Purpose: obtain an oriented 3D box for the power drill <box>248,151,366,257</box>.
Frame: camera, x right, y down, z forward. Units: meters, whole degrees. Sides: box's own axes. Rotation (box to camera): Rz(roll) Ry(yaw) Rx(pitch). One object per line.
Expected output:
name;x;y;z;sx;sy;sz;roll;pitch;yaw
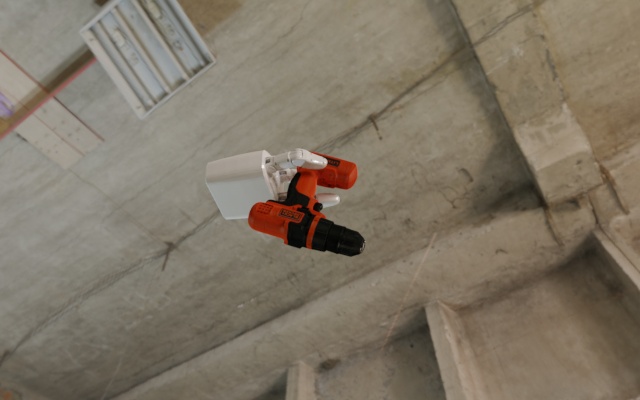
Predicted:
power drill;0.000;0.002;0.771;0.184;0.057;0.187;17;42;11
